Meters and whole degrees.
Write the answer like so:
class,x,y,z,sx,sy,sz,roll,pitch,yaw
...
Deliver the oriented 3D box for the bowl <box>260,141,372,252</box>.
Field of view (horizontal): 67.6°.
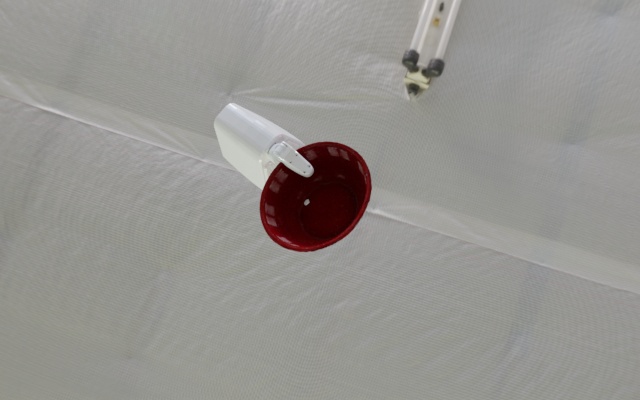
class,x,y,z,sx,sy,sz,roll,pitch,yaw
bowl,0.001,0.003,0.649,0.162,0.162,0.055,0,-25,26
